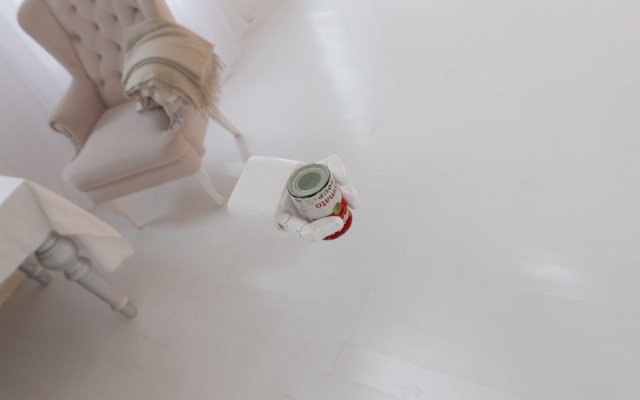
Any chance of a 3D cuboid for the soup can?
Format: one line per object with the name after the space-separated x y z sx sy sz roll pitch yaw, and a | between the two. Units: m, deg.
0.000 0.002 0.706 0.068 0.068 0.102 0 -40 27 | soup can
